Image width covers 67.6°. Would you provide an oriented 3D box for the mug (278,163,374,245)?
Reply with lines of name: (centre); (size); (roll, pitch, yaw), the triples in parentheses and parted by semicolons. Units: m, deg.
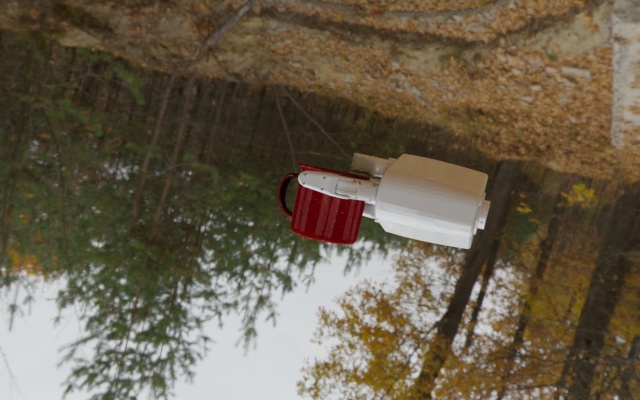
mug: (-0.001, 0.002, 0.572); (0.117, 0.081, 0.093); (13, 4, 22)
